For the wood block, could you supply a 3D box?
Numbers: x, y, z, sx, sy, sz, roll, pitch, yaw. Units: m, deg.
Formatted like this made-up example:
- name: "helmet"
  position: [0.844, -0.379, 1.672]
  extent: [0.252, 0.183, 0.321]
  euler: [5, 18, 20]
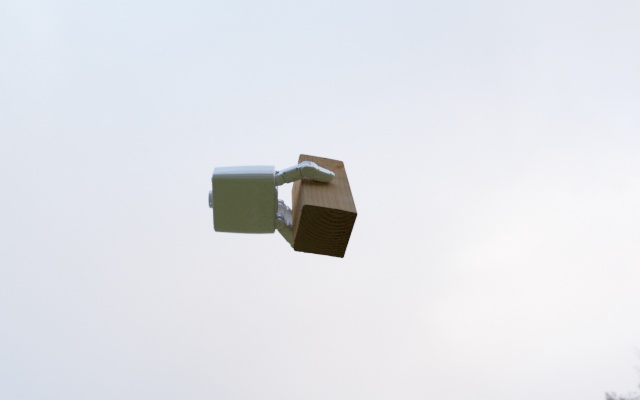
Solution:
- name: "wood block"
  position: [0.000, 0.002, 0.850]
  extent: [0.090, 0.091, 0.206]
  euler: [10, 27, -10]
